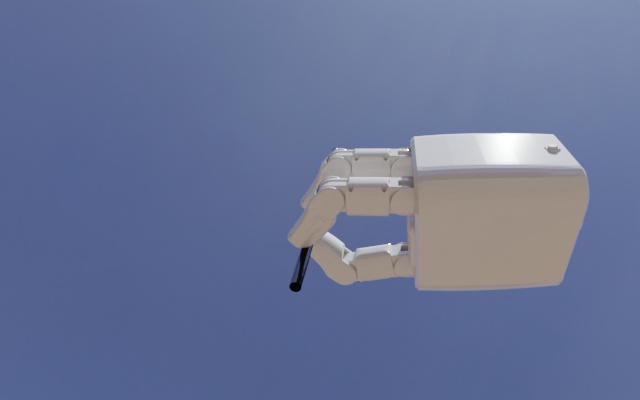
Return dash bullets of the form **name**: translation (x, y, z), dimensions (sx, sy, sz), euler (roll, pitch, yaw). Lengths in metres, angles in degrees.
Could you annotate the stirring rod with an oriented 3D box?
- **stirring rod**: translation (0.000, 0.001, 0.416), dimensions (0.011, 0.011, 0.239), euler (0, 27, 9)
